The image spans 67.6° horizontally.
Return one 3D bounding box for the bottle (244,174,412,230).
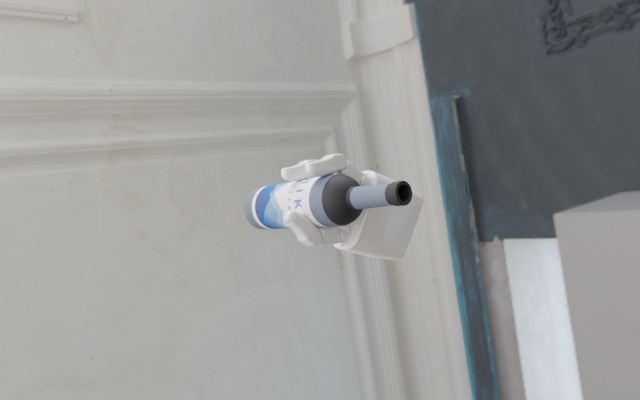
[{"bbox_3d":[0.000,0.002,0.633,0.069,0.069,0.296,0,-4,-38],"label":"bottle"}]
